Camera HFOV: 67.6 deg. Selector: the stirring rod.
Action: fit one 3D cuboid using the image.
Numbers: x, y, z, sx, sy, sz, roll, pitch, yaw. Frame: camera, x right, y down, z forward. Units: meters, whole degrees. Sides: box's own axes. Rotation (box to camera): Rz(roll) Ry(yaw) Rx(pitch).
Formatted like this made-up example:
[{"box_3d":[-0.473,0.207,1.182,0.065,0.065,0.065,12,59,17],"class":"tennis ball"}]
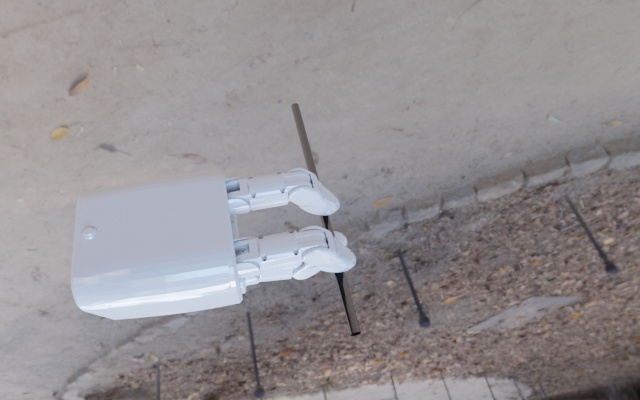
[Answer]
[{"box_3d":[0.000,0.001,0.417,0.011,0.239,0.011,-10,-34,-7],"class":"stirring rod"}]
